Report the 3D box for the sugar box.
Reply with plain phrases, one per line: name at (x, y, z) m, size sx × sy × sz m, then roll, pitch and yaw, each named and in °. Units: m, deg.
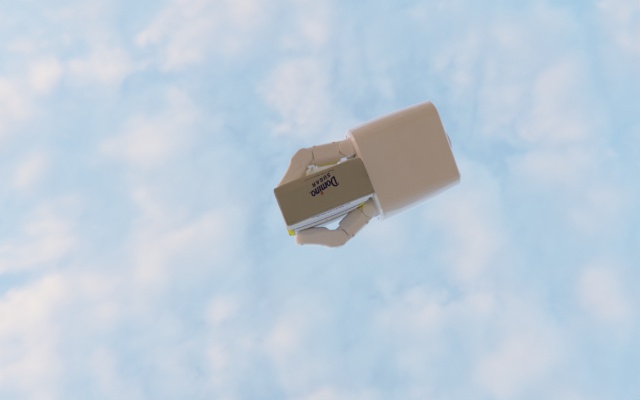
sugar box at (0.000, 0.001, 0.537) m, size 0.093 × 0.048 × 0.176 m, roll -21°, pitch -9°, yaw -5°
